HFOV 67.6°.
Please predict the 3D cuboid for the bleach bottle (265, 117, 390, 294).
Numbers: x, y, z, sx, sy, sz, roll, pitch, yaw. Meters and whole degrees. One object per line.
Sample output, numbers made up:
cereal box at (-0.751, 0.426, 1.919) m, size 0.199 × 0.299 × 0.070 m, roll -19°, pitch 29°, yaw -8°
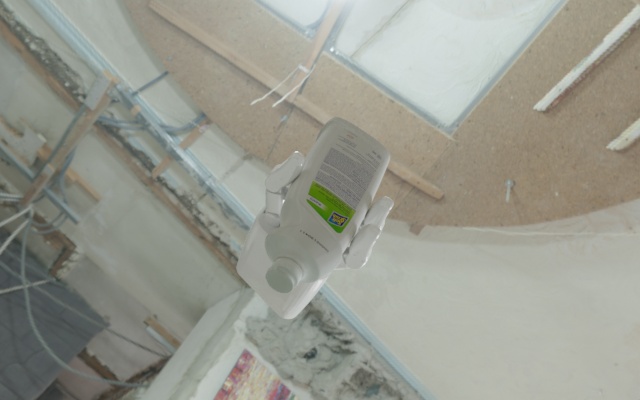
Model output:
bleach bottle at (0.000, 0.002, 0.536) m, size 0.102 × 0.068 × 0.250 m, roll 33°, pitch 42°, yaw 0°
